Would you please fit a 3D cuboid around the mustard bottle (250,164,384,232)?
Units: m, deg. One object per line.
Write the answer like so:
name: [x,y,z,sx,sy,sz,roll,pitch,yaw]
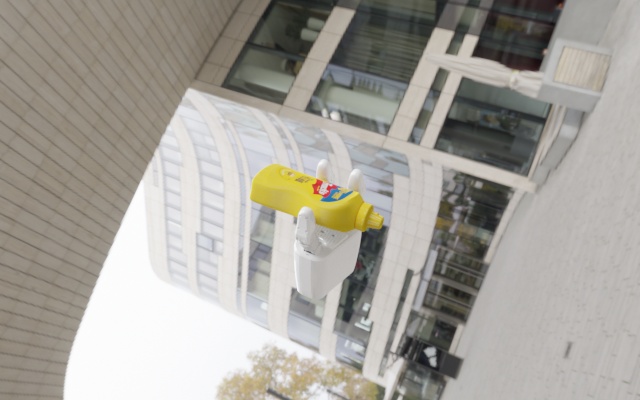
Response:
mustard bottle: [0.000,0.002,0.696,0.191,0.058,0.096,20,21,18]
